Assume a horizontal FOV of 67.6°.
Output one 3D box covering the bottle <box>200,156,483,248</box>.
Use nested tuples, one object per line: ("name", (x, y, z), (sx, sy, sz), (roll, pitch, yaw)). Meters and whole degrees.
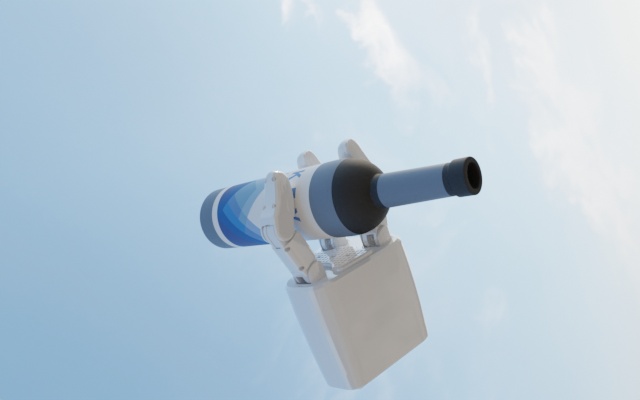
("bottle", (0.000, 0.001, 0.429), (0.296, 0.069, 0.069), (-10, -7, 43))
